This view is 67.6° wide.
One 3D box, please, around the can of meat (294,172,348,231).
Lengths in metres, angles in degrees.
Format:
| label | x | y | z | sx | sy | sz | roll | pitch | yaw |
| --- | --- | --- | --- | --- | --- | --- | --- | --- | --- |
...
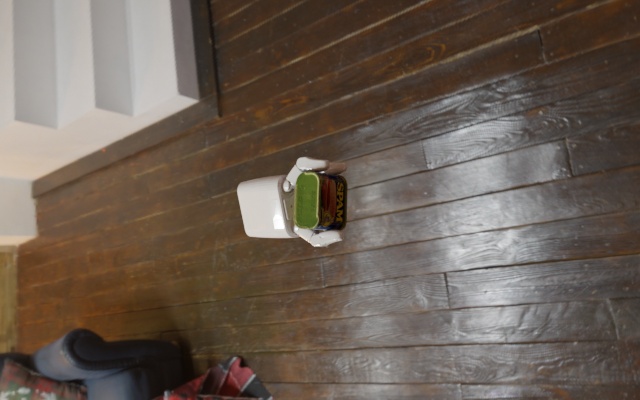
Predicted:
| label | x | y | z | sx | sy | sz | roll | pitch | yaw |
| --- | --- | --- | --- | --- | --- | --- | --- | --- | --- |
| can of meat | 0.000 | 0.003 | 0.822 | 0.057 | 0.102 | 0.084 | -1 | -5 | 35 |
